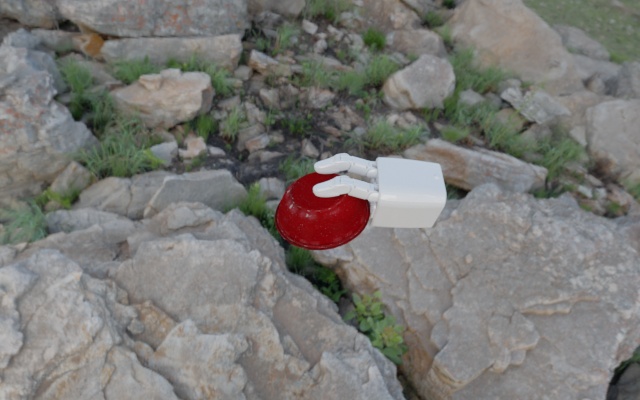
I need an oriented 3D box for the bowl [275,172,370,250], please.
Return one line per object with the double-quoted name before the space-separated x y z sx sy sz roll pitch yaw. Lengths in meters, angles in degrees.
"bowl" -0.001 0.003 0.781 0.162 0.162 0.055 0 -44 9
